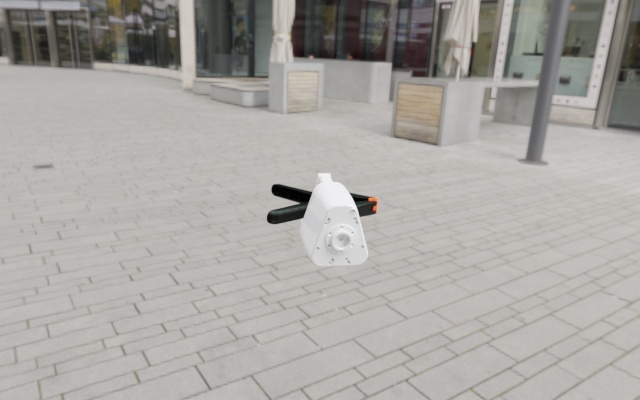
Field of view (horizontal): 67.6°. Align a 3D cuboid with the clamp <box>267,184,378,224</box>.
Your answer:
[{"bbox_3d":[0.001,0.002,0.894,0.210,0.036,0.164,-1,21,-10],"label":"clamp"}]
